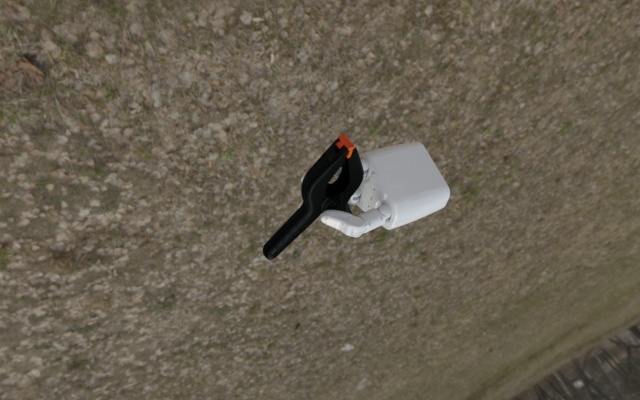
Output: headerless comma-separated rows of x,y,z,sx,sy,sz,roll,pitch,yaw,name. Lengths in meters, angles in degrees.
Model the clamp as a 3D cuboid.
0.001,0.002,0.668,0.164,0.210,0.036,-18,53,-26,clamp
